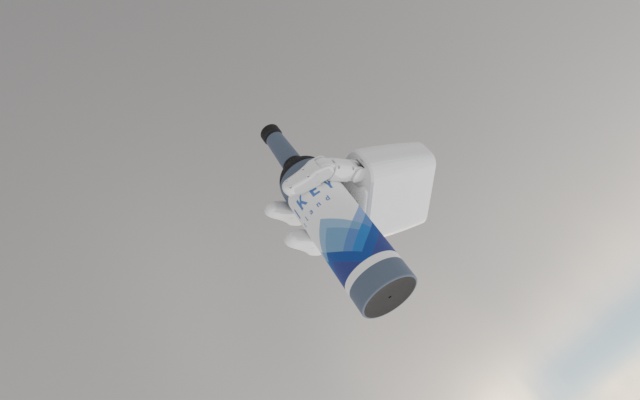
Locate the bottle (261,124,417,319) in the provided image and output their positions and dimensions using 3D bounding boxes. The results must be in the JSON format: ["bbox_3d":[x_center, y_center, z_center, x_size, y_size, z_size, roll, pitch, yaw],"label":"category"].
[{"bbox_3d":[0.000,0.002,0.564,0.069,0.069,0.295,0,40,-39],"label":"bottle"}]
